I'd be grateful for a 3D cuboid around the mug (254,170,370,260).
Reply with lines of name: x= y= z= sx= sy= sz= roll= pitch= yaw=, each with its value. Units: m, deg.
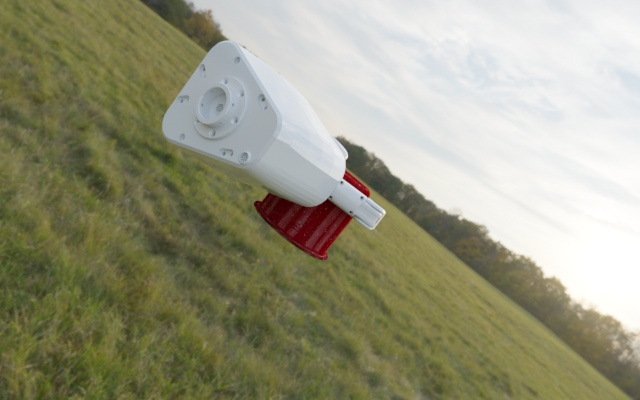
mug: x=0.001 y=0.002 z=0.487 sx=0.093 sy=0.081 sz=0.117 roll=42 pitch=7 yaw=28
